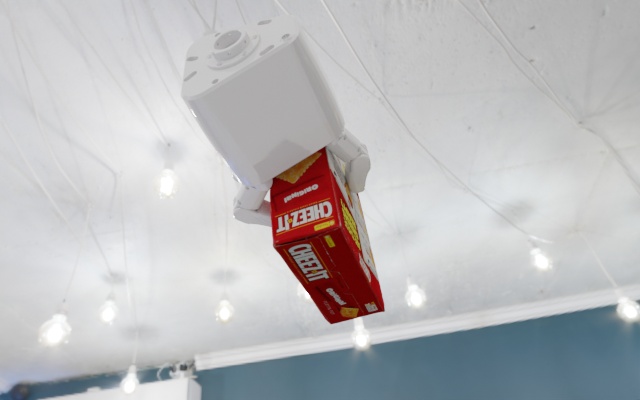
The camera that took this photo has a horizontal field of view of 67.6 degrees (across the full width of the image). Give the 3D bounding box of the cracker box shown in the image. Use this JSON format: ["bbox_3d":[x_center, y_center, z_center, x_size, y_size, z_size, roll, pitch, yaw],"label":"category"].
[{"bbox_3d":[0.000,0.002,0.525,0.072,0.213,0.164,-18,-43,10],"label":"cracker box"}]
